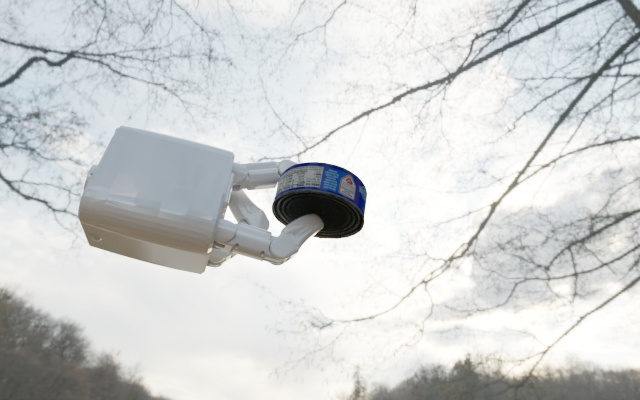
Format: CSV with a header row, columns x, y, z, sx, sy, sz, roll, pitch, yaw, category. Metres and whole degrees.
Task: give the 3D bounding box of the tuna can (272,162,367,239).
x,y,z,sx,sy,sz,roll,pitch,yaw,category
0.000,0.001,0.442,0.086,0.033,0.086,8,-30,5,tuna can
